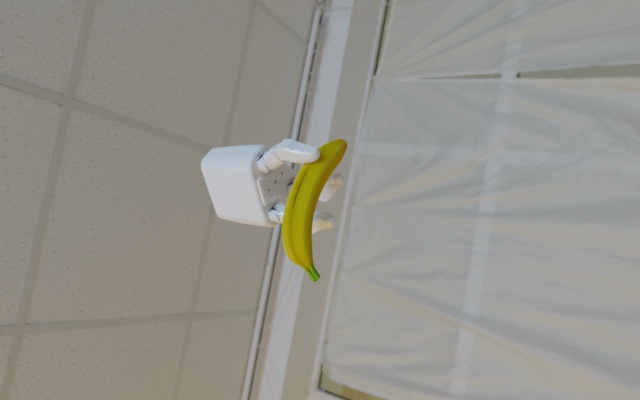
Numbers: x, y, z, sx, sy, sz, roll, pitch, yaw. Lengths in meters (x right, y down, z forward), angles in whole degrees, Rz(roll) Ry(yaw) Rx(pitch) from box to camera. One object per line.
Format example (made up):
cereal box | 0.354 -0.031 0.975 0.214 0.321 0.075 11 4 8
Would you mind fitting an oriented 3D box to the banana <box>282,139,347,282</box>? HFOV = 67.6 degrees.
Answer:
banana | -0.011 -0.002 0.611 0.037 0.197 0.070 0 -21 38
